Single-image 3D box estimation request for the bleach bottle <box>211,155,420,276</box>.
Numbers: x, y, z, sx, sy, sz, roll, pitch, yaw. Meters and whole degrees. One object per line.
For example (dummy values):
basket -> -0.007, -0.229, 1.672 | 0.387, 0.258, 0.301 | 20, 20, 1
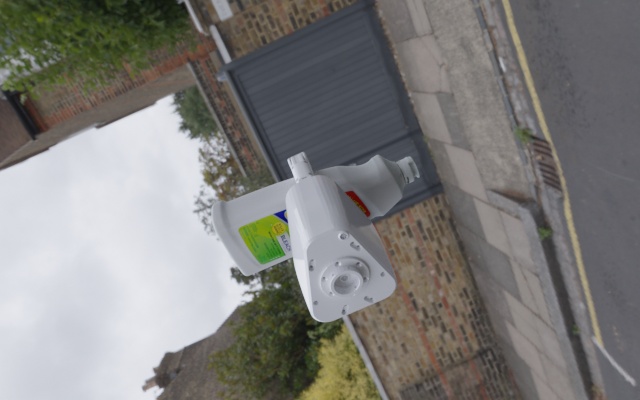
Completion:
bleach bottle -> 0.000, 0.002, 0.595 | 0.251, 0.103, 0.068 | -24, 33, 2
